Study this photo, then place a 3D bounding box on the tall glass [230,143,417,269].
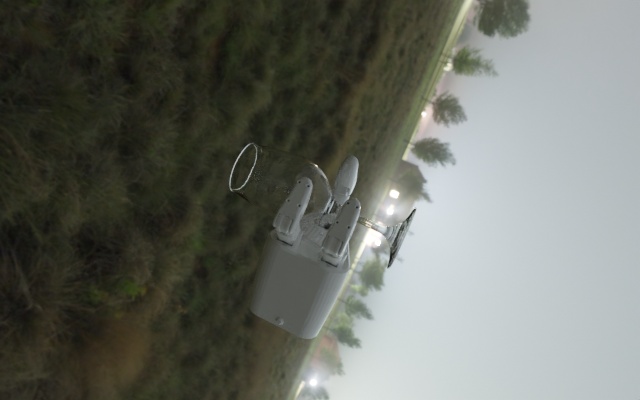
[{"bbox_3d":[0.001,0.002,0.538,0.201,0.079,0.079,24,4,8],"label":"tall glass"}]
